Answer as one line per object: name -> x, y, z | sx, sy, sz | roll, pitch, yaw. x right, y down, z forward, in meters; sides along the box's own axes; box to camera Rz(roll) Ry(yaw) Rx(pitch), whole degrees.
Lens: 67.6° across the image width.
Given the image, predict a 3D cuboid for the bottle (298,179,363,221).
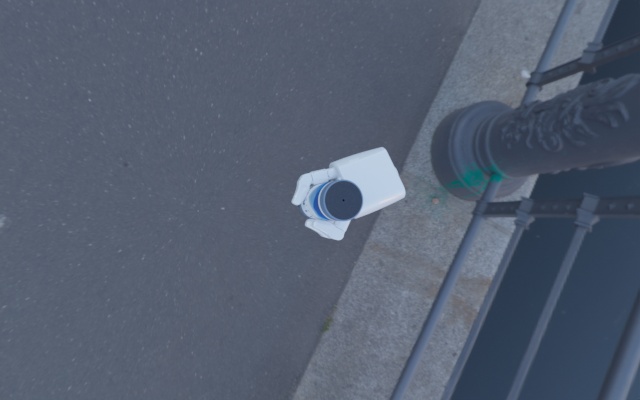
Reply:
bottle -> 0.000, 0.003, 0.895 | 0.069, 0.069, 0.296 | 0, -1, -14
